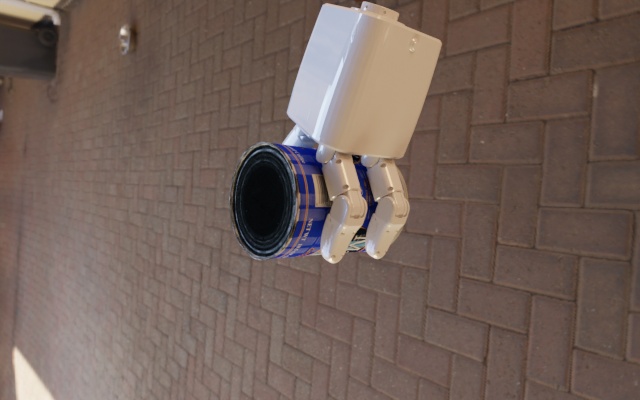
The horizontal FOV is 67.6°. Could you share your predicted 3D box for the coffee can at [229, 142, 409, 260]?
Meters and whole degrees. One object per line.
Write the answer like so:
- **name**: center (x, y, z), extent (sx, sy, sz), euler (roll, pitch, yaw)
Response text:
- **coffee can**: center (0.000, 0.002, 0.457), extent (0.140, 0.103, 0.103), euler (1, -1, -42)
